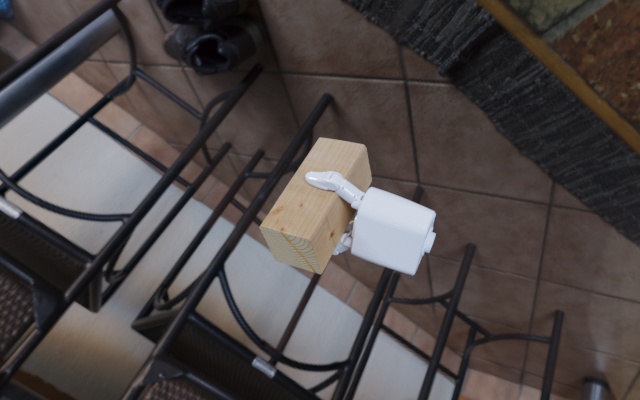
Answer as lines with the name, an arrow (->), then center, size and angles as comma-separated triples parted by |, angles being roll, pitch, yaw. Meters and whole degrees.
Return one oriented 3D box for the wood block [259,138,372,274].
wood block -> 0.000, 0.003, 0.778 | 0.090, 0.206, 0.091 | 13, -37, 26
